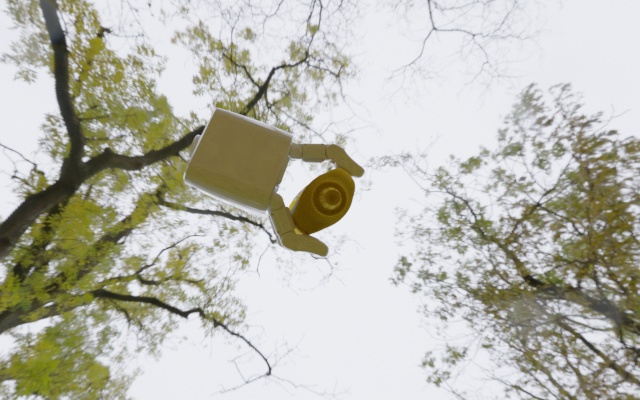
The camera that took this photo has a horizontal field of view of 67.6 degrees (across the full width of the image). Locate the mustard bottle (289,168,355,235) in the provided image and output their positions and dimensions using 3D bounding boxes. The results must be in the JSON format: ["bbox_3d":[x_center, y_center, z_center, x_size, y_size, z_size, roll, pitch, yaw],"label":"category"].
[{"bbox_3d":[0.000,0.002,0.616,0.096,0.058,0.191,-45,3,-8],"label":"mustard bottle"}]
